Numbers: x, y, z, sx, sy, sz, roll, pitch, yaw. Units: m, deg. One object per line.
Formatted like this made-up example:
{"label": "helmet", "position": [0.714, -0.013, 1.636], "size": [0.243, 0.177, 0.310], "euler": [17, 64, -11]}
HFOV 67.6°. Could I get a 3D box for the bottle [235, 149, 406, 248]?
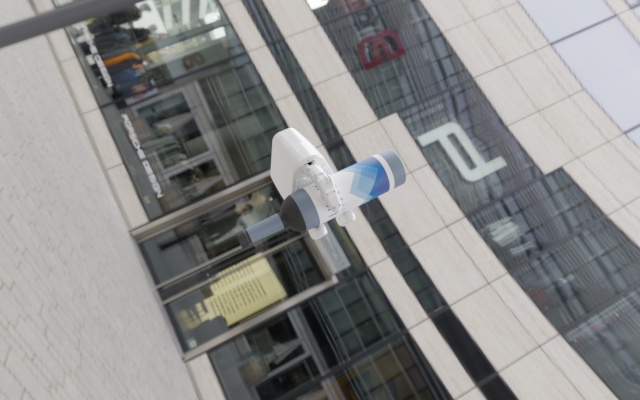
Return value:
{"label": "bottle", "position": [0.000, 0.003, 0.789], "size": [0.295, 0.069, 0.069], "euler": [-25, 6, -14]}
